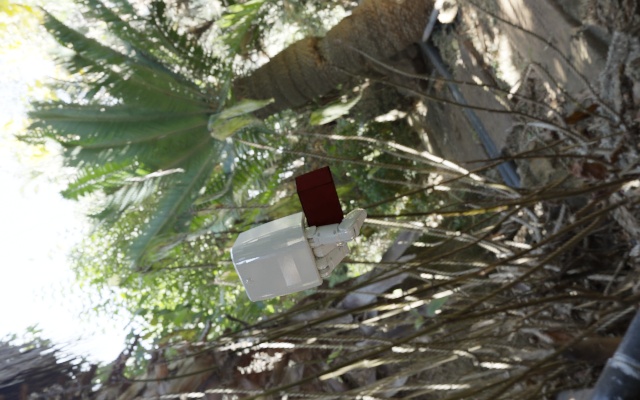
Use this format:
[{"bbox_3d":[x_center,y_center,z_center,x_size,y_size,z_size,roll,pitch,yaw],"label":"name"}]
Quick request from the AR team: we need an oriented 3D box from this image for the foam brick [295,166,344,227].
[{"bbox_3d":[0.000,0.002,0.667,0.051,0.078,0.053,-16,27,3],"label":"foam brick"}]
